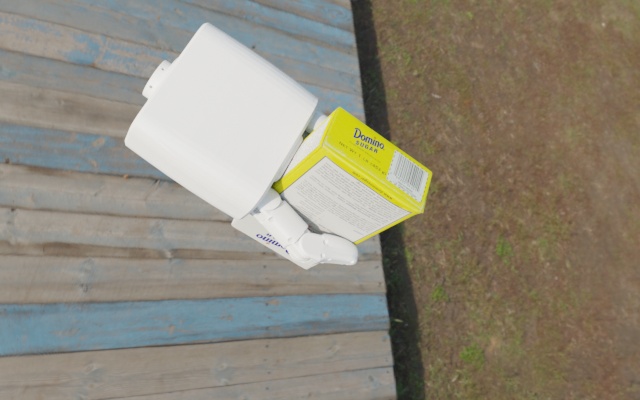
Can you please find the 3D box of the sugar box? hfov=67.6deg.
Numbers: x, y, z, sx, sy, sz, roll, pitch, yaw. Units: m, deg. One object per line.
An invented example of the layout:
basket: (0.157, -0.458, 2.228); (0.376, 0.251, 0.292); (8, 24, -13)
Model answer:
sugar box: (0.000, 0.001, 0.408); (0.093, 0.048, 0.176); (33, -32, -17)
